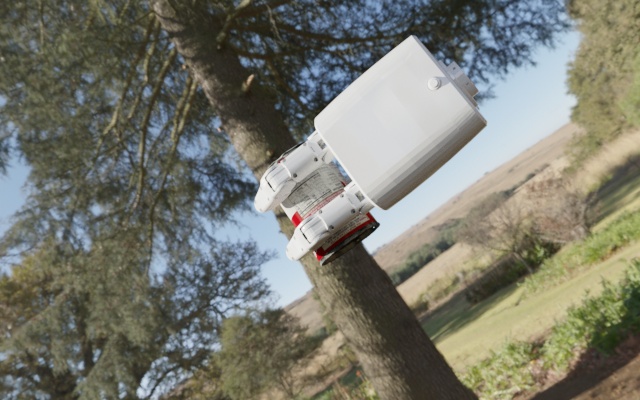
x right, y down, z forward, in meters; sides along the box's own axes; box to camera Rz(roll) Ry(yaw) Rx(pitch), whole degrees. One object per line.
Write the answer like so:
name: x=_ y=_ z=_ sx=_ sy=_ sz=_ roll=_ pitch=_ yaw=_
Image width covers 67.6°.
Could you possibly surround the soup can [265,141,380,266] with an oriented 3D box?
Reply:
soup can: x=0.000 y=0.002 z=0.458 sx=0.068 sy=0.102 sz=0.068 roll=-34 pitch=-12 yaw=-8
